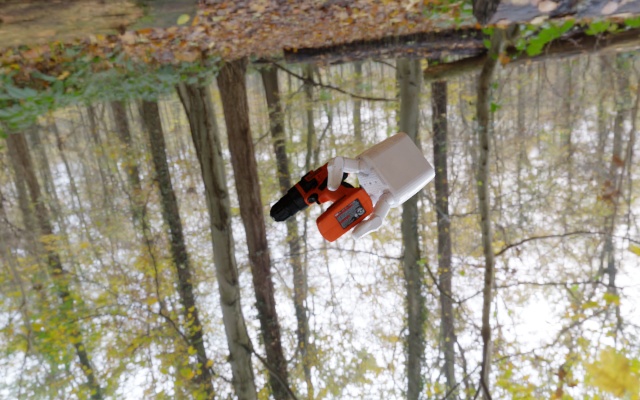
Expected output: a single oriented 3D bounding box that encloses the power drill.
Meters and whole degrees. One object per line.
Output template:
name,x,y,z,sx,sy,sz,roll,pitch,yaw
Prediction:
power drill,0.001,0.003,0.877,0.184,0.057,0.187,-38,31,-3
